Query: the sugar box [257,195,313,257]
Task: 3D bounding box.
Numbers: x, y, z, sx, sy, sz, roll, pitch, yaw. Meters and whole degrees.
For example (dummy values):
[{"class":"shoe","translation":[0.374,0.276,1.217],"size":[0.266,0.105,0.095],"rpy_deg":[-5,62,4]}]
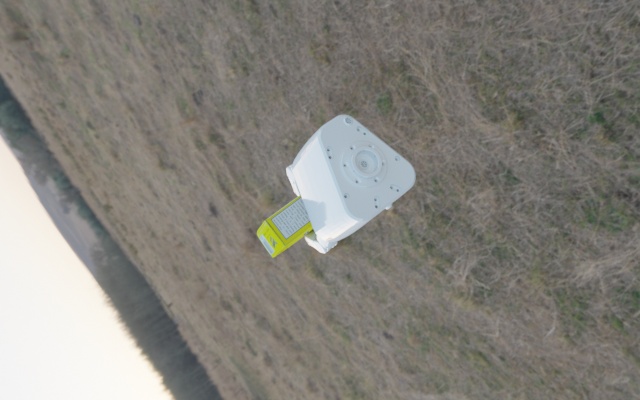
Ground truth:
[{"class":"sugar box","translation":[0.000,0.003,0.636],"size":[0.176,0.048,0.093],"rpy_deg":[-35,-4,-21]}]
